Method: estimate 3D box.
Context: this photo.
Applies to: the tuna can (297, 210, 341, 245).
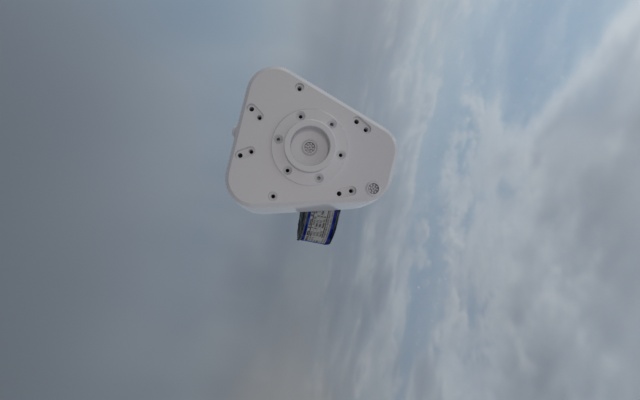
[{"bbox_3d":[0.001,0.002,0.488,0.034,0.086,0.086,11,-1,-6],"label":"tuna can"}]
